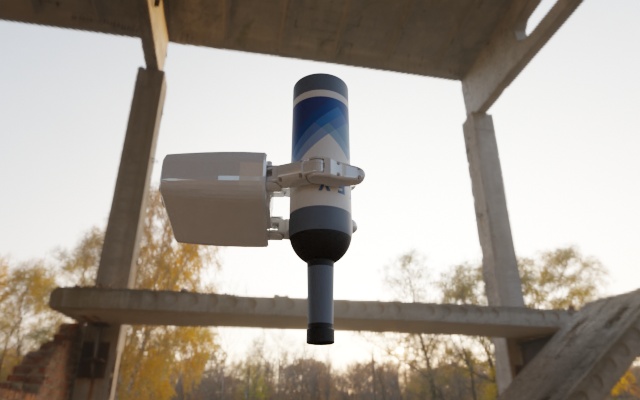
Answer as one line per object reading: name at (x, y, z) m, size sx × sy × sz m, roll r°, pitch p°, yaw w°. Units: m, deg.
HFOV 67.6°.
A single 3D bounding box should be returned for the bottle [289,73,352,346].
bottle at (0.000, 0.001, 0.512) m, size 0.069 × 0.295 × 0.069 m, roll 0°, pitch -25°, yaw 0°
